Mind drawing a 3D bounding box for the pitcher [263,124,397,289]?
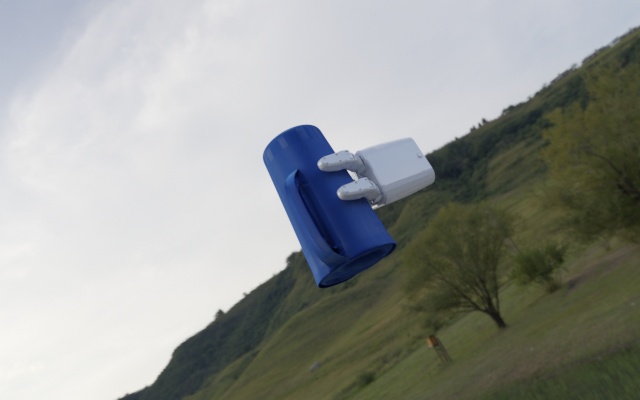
[{"bbox_3d":[0.000,0.002,0.739,0.145,0.242,0.149,-20,-21,-24],"label":"pitcher"}]
